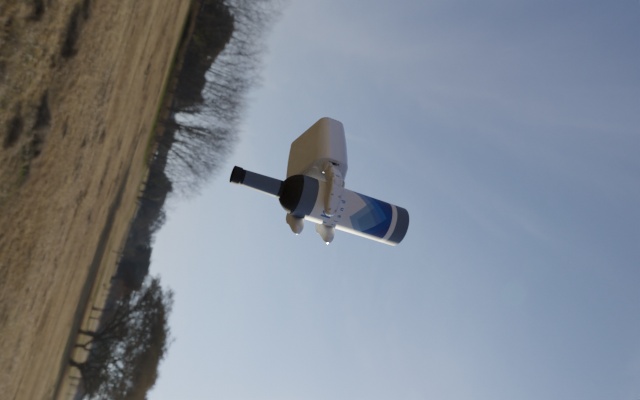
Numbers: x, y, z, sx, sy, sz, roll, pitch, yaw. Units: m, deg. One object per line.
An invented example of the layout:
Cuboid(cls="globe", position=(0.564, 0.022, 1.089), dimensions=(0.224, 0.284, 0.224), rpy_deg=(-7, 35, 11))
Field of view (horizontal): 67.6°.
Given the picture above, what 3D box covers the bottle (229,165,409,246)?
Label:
Cuboid(cls="bottle", position=(0.000, 0.003, 0.763), dimensions=(0.296, 0.069, 0.069), rpy_deg=(18, -6, -19))
